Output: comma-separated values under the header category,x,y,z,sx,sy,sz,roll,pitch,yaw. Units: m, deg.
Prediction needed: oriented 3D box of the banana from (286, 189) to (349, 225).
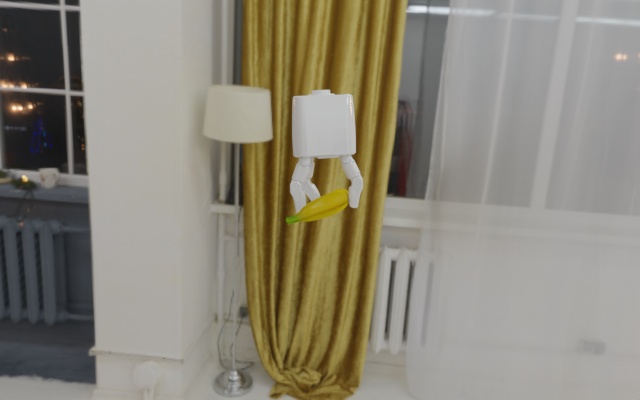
category,x,y,z,sx,sy,sz,roll,pitch,yaw
banana,0.015,0.003,0.872,0.069,0.037,0.197,-2,11,30
